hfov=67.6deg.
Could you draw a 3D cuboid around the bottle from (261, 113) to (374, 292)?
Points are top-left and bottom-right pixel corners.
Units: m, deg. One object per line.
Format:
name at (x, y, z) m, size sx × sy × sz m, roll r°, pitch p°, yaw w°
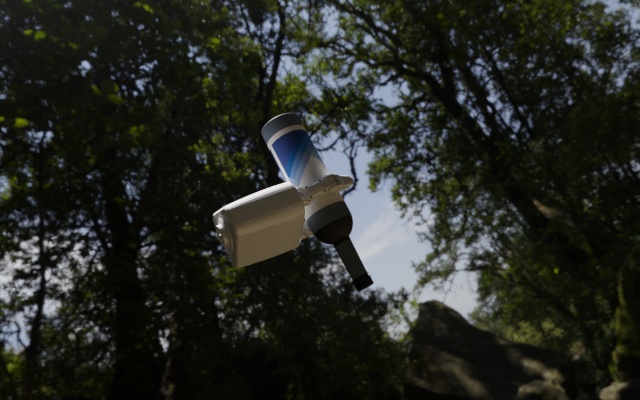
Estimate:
bottle at (0.000, 0.002, 0.738) m, size 0.069 × 0.295 × 0.069 m, roll -26°, pitch -16°, yaw -8°
